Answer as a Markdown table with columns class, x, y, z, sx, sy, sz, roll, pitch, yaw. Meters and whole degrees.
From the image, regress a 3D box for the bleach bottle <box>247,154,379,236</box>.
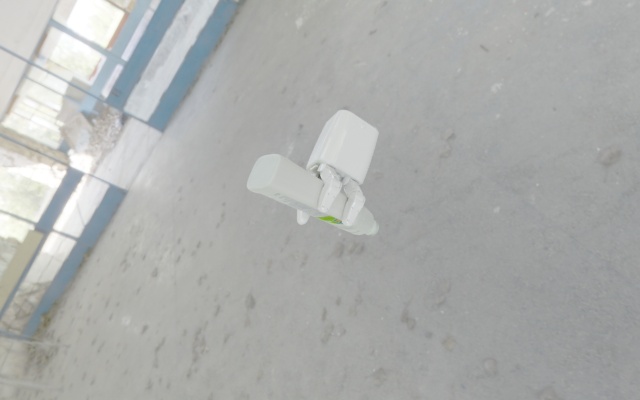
| class | x | y | z | sx | sy | sz | roll | pitch | yaw |
| --- | --- | --- | --- | --- | --- | --- | --- | --- | --- |
| bleach bottle | 0.000 | 0.003 | 0.853 | 0.251 | 0.068 | 0.102 | 28 | -14 | -29 |
